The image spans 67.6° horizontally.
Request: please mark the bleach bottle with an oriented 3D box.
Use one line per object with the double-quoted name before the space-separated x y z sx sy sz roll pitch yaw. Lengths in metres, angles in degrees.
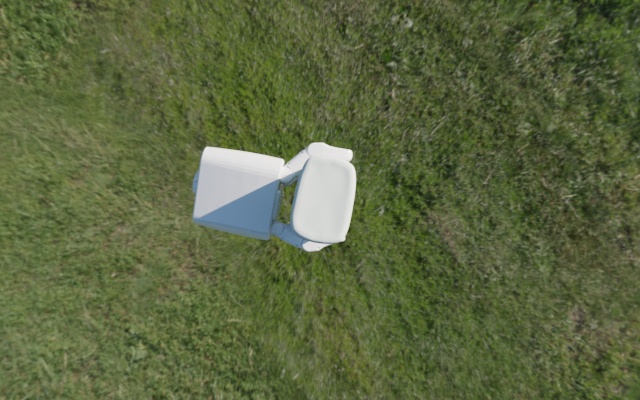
"bleach bottle" 0.000 0.002 0.654 0.068 0.102 0.251 12 -3 -1
